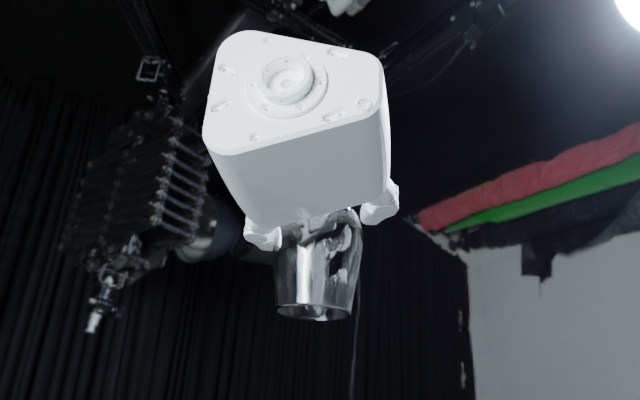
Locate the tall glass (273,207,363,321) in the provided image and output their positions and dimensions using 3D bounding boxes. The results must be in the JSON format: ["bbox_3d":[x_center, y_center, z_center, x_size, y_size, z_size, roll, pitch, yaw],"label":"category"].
[{"bbox_3d":[0.000,0.001,0.428,0.079,0.201,0.079,3,-24,1],"label":"tall glass"}]
